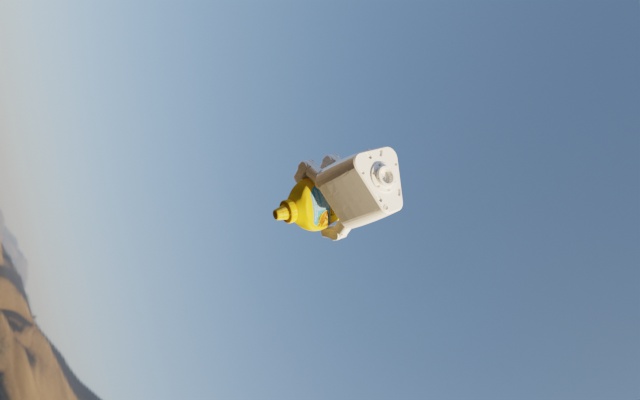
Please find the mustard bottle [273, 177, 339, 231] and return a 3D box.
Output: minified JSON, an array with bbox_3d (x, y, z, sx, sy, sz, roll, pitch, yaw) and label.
[{"bbox_3d":[0.000,0.003,0.856,0.191,0.096,0.058,-16,19,-35],"label":"mustard bottle"}]
